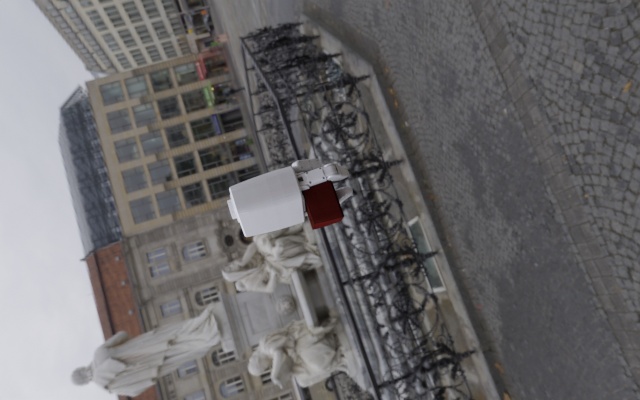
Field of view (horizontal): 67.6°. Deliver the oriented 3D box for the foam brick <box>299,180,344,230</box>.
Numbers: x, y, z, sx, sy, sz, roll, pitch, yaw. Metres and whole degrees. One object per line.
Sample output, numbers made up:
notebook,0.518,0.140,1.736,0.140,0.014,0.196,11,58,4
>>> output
foam brick,0.000,0.003,0.785,0.051,0.078,0.053,-17,-12,-9
